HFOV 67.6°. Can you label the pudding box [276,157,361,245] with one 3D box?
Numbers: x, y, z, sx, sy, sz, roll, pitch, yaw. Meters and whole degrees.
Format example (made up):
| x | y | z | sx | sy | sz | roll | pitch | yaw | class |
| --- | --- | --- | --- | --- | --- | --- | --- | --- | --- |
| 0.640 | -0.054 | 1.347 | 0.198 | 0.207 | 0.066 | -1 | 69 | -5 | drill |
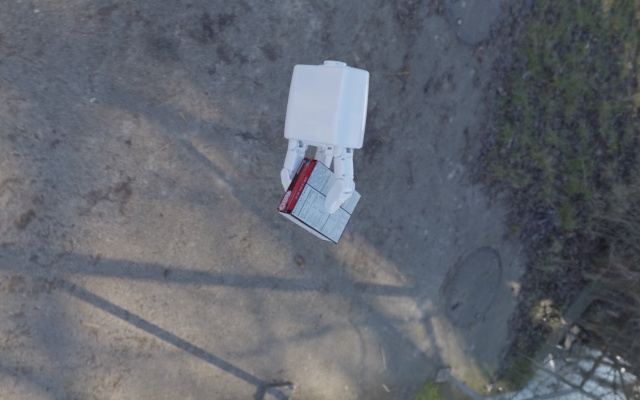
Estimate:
| x | y | z | sx | sy | sz | roll | pitch | yaw | class |
| --- | --- | --- | --- | --- | --- | --- | --- | --- | --- |
| 0.000 | 0.002 | 0.707 | 0.113 | 0.090 | 0.039 | 35 | -12 | -38 | pudding box |
